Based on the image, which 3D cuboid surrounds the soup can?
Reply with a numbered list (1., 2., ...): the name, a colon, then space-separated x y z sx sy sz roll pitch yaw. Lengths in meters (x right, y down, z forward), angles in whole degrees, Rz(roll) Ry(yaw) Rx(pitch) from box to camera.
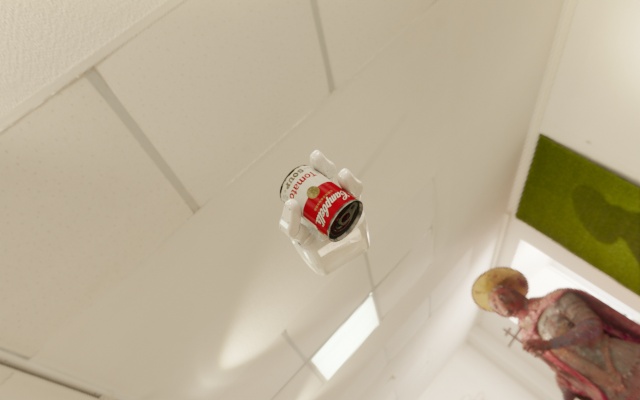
1. soup can: 0.000 0.002 0.671 0.102 0.068 0.068 37 20 30
